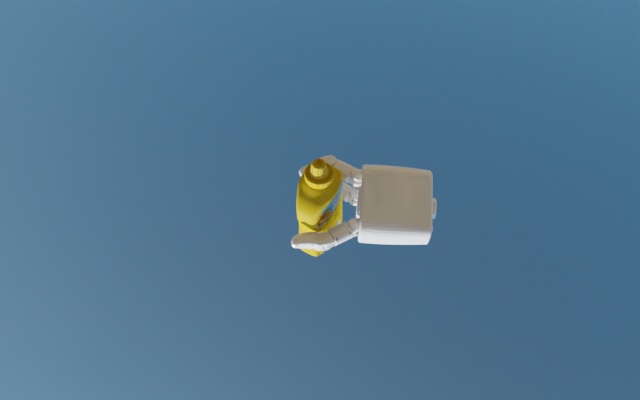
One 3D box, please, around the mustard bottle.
[{"bbox_3d":[0.000,0.002,0.717,0.058,0.096,0.192,25,-29,16],"label":"mustard bottle"}]
